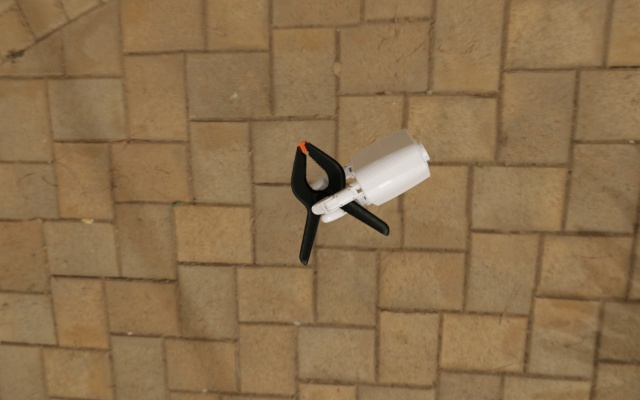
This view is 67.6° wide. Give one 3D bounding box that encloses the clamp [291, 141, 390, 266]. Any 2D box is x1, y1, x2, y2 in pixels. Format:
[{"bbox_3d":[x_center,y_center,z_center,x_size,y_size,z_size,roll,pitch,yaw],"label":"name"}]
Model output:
[{"bbox_3d":[0.000,0.002,0.814,0.164,0.210,0.036,-28,6,9],"label":"clamp"}]
